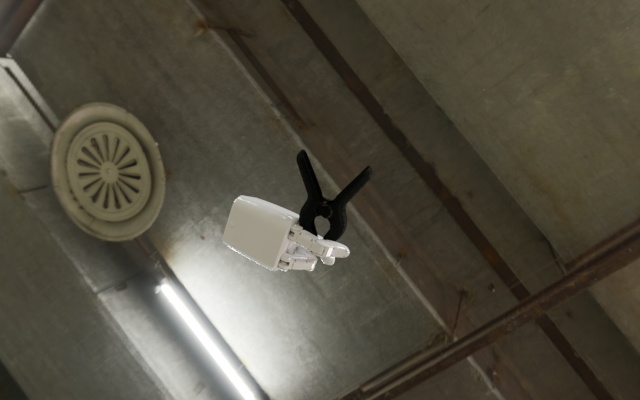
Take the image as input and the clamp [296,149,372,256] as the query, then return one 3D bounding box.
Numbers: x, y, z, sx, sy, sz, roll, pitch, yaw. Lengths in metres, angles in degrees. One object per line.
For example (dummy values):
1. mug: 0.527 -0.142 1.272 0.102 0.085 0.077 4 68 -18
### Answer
1. clamp: 0.000 0.003 0.765 0.120 0.171 0.039 25 19 12
